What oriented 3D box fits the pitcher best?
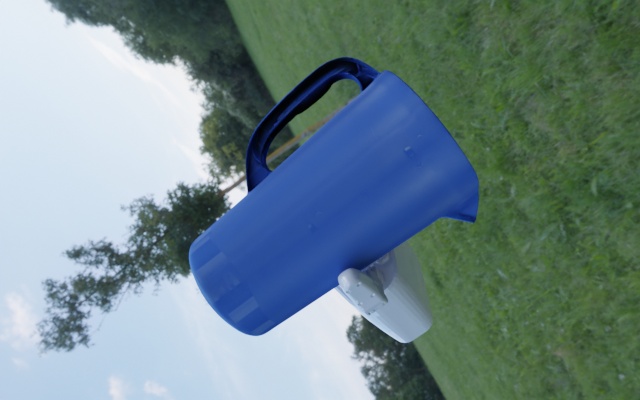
[{"bbox_3d":[0.000,0.002,0.427,0.145,0.243,0.149,47,9,-40],"label":"pitcher"}]
